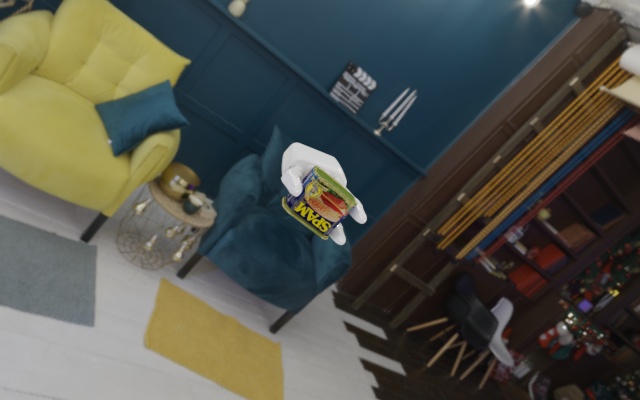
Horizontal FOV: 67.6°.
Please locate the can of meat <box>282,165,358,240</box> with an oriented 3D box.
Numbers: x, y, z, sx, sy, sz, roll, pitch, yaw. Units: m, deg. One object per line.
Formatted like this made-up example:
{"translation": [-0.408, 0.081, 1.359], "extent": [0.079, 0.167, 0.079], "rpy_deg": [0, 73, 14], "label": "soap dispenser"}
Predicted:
{"translation": [0.000, 0.002, 0.815], "extent": [0.102, 0.084, 0.057], "rpy_deg": [38, 15, -17], "label": "can of meat"}
